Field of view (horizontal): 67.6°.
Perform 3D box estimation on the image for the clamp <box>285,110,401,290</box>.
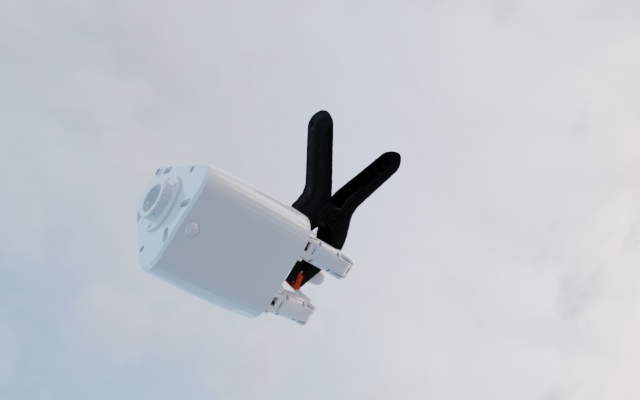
[{"bbox_3d":[0.000,0.001,0.456,0.120,0.171,0.039,33,-2,-36],"label":"clamp"}]
